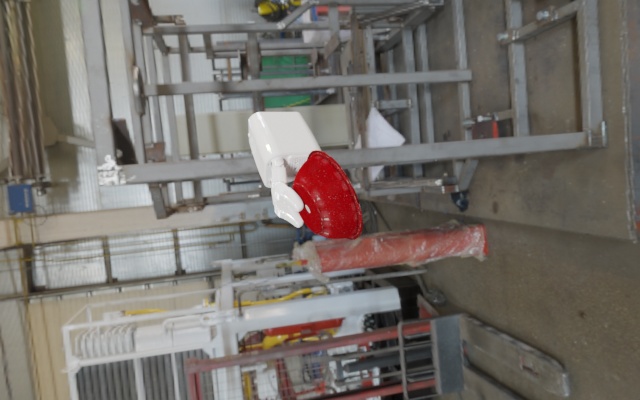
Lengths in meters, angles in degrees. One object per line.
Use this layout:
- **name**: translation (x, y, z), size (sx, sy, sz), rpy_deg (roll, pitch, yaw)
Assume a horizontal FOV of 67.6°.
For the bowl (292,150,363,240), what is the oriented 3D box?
- **bowl**: translation (0.000, 0.004, 0.777), size (0.055, 0.162, 0.162), rpy_deg (-27, 11, -22)
